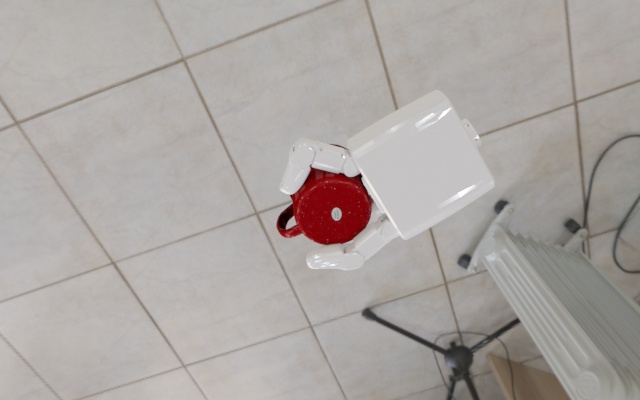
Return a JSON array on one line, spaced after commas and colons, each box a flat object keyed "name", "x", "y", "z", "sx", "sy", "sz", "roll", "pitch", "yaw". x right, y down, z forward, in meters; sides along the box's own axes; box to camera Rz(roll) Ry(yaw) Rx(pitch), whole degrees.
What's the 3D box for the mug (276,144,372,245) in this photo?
[{"name": "mug", "x": -0.001, "y": 0.002, "z": 0.526, "sx": 0.117, "sy": 0.093, "sz": 0.081, "roll": -31, "pitch": 26, "yaw": 11}]
